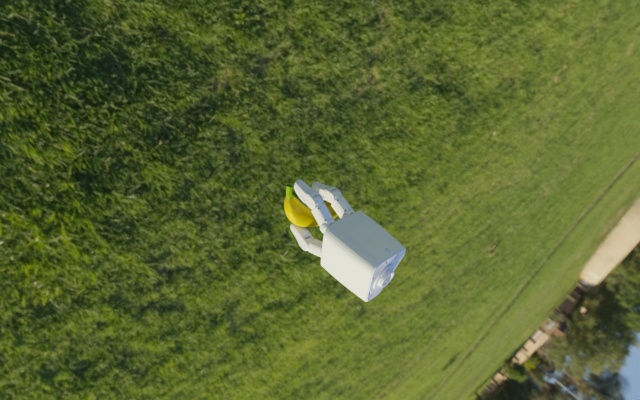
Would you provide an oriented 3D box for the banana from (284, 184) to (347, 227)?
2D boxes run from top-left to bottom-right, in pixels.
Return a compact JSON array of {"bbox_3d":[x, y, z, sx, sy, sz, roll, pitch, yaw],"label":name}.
[{"bbox_3d":[-0.011,0.018,0.886,0.037,0.069,0.198,37,13,29],"label":"banana"}]
